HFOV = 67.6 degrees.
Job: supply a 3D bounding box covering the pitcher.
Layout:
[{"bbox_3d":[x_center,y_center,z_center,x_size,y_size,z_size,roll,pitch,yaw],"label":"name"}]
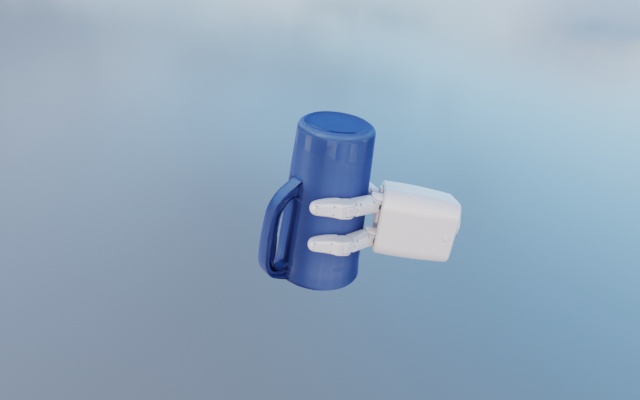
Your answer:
[{"bbox_3d":[0.000,0.002,0.692,0.145,0.243,0.149,10,27,4],"label":"pitcher"}]
